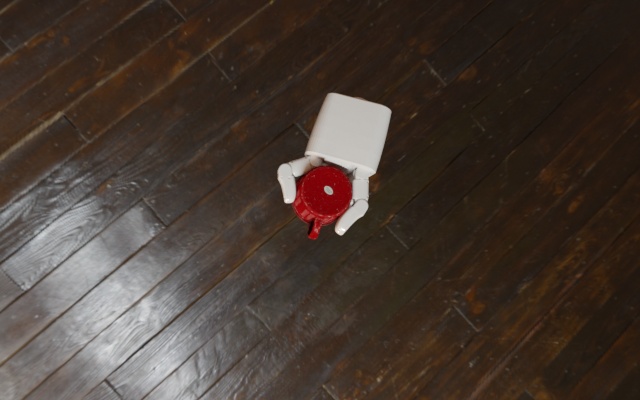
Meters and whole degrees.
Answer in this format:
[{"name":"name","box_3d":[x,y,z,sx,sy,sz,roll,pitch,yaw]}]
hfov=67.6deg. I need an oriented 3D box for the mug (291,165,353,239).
[{"name":"mug","box_3d":[0.000,0.004,0.745,0.093,0.117,0.081,17,-9,-6]}]
